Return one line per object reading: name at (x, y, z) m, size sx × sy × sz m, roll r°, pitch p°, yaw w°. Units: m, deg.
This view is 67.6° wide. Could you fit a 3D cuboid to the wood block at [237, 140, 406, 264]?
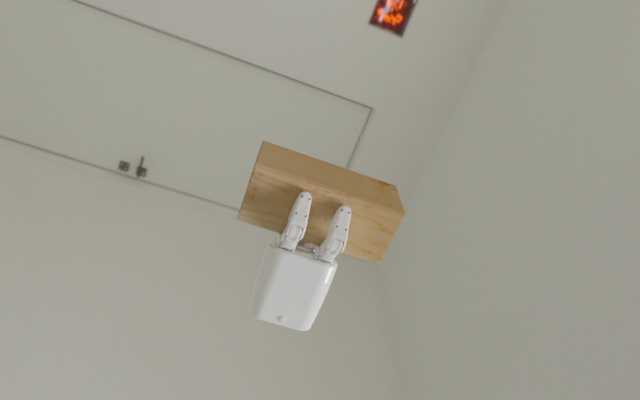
wood block at (0.000, 0.002, 0.667) m, size 0.206 × 0.090 × 0.090 m, roll 18°, pitch 25°, yaw -9°
